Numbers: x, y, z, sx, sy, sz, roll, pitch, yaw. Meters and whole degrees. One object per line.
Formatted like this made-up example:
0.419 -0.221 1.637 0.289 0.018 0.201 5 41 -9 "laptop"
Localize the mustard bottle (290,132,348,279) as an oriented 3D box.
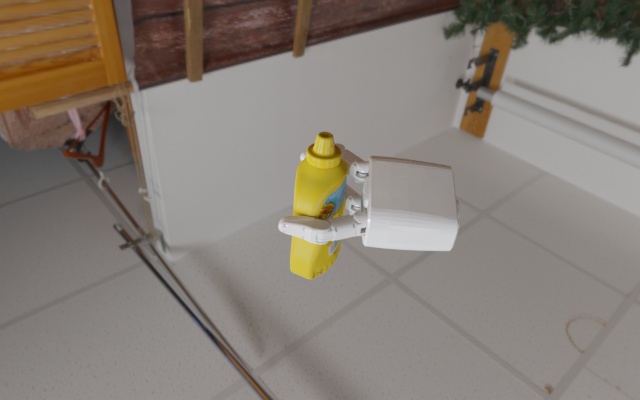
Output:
0.000 0.002 0.598 0.058 0.192 0.096 21 40 19 "mustard bottle"
